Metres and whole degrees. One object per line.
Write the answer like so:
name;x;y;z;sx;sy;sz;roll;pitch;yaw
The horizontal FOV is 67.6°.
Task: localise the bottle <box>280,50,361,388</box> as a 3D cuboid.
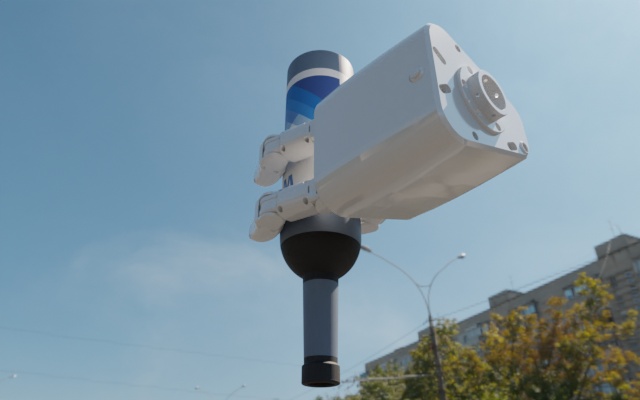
bottle;0.000;0.001;0.407;0.069;0.295;0.069;0;-30;0
